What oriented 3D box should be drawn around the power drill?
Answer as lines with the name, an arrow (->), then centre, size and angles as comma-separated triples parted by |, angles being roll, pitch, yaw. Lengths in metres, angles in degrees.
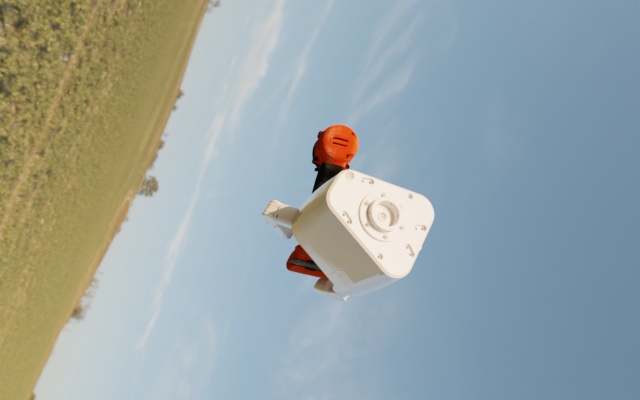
power drill -> 0.000, 0.003, 0.628 | 0.057, 0.187, 0.184 | 11, -3, -2
